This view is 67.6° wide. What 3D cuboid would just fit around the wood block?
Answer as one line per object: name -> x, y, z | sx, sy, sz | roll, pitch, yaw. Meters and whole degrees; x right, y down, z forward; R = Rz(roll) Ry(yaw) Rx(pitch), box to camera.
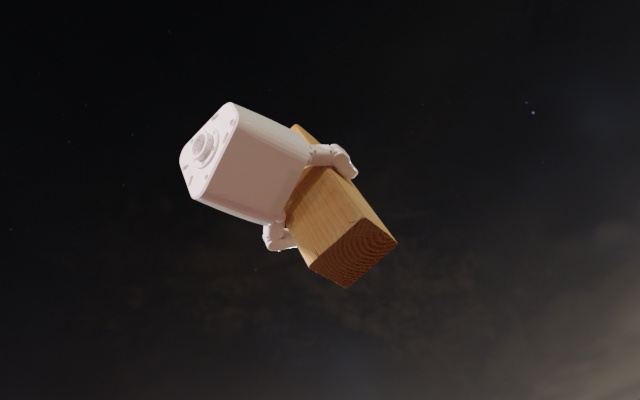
wood block -> 0.000, 0.002, 0.637 | 0.090, 0.091, 0.206 | 37, 15, -46
